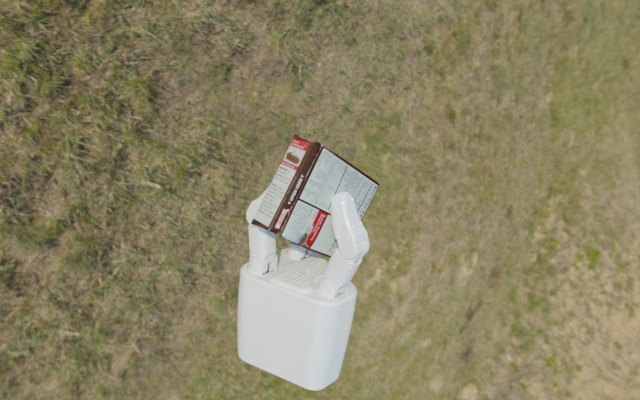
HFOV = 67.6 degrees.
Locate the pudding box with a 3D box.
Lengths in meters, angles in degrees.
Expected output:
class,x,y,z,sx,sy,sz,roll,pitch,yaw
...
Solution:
class,x,y,z,sx,sy,sz,roll,pitch,yaw
pudding box,0.000,0.002,0.448,0.039,0.090,0.113,24,-3,36
